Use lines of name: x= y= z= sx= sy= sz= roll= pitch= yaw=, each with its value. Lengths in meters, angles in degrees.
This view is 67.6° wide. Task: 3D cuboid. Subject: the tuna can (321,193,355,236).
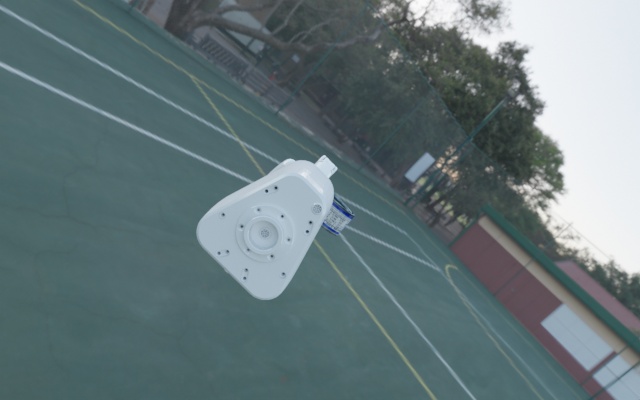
tuna can: x=0.000 y=0.001 z=0.576 sx=0.086 sy=0.034 sz=0.086 roll=42 pitch=5 yaw=-5
